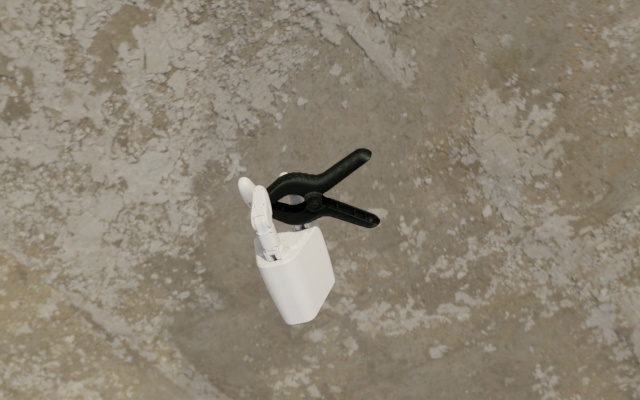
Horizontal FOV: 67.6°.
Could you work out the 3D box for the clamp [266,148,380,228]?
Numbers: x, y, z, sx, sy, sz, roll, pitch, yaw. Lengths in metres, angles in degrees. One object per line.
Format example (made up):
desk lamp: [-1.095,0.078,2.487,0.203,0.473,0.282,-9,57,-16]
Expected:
clamp: [0.000,0.002,0.649,0.171,0.120,0.039,-14,25,12]
